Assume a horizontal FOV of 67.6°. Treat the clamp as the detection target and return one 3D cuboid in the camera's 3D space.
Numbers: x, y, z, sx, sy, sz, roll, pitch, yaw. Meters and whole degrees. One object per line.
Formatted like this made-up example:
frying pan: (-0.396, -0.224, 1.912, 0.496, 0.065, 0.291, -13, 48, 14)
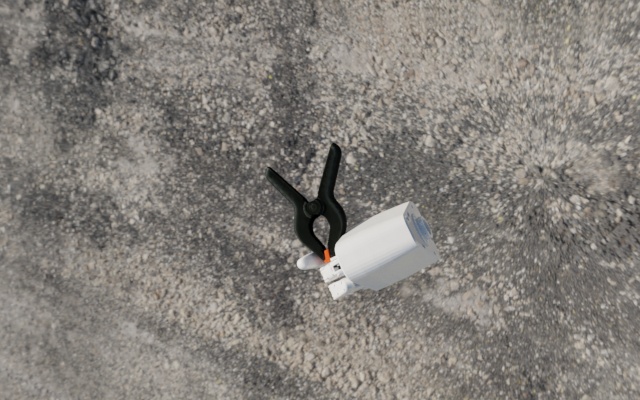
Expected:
clamp: (0.000, 0.002, 0.696, 0.120, 0.171, 0.039, -28, -9, 18)
